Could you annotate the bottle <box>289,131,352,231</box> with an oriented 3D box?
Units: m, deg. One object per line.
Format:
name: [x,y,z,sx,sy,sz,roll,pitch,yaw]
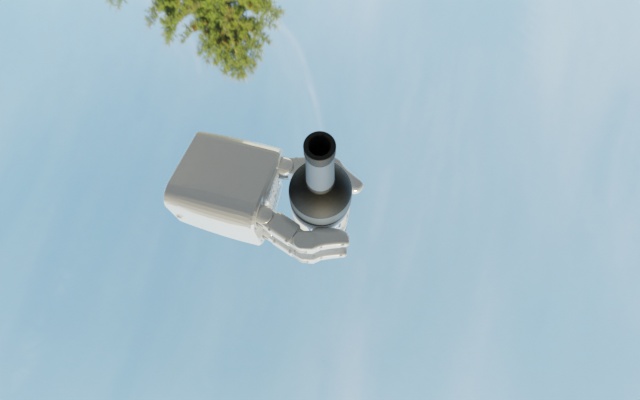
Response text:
bottle: [0.000,0.002,0.531,0.069,0.069,0.296,0,-19,0]
